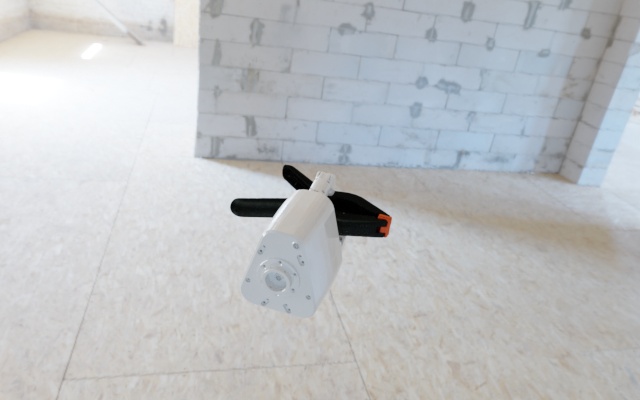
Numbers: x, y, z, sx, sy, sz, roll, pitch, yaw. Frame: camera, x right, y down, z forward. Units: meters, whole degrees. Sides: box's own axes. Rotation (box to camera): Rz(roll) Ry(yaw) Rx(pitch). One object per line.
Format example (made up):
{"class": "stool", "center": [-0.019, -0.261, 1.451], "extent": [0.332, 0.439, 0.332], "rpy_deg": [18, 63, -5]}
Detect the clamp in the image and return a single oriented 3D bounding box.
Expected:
{"class": "clamp", "center": [0.001, 0.002, 0.680], "extent": [0.210, 0.036, 0.164], "rpy_deg": [14, 29, 11]}
